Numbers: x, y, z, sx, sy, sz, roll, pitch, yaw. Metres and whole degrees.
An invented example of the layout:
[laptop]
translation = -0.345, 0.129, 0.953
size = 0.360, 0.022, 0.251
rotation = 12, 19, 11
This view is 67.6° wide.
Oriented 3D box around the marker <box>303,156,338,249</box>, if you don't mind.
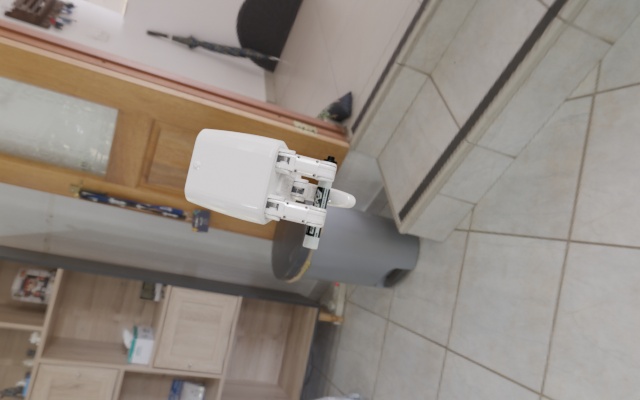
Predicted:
[marker]
translation = 0.000, 0.002, 0.614
size = 0.020, 0.121, 0.020
rotation = 13, -1, 0
